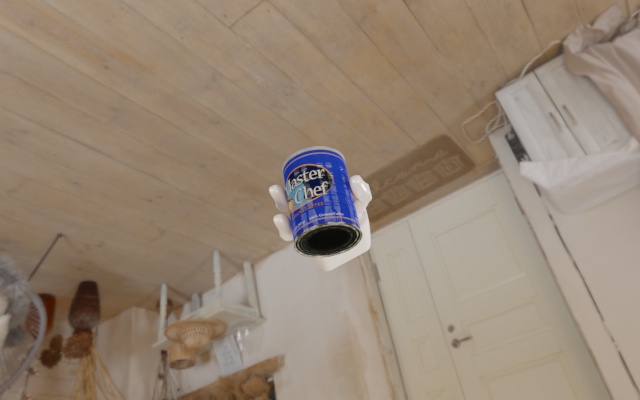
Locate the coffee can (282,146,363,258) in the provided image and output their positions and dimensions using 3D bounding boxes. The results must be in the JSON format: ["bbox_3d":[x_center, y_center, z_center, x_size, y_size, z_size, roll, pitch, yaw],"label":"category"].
[{"bbox_3d":[0.000,0.002,0.733,0.103,0.140,0.103,-8,-32,-5],"label":"coffee can"}]
